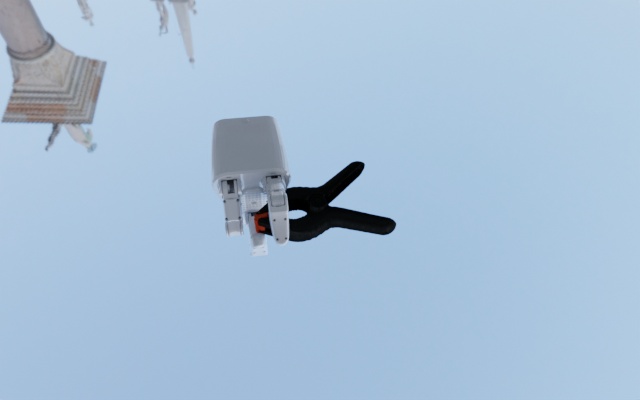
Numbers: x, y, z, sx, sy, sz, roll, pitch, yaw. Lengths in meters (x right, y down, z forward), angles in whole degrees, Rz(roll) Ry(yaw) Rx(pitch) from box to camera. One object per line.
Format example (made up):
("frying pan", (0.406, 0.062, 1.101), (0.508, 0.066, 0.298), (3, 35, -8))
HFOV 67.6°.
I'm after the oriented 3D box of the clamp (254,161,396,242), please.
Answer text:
("clamp", (0.000, 0.003, 0.608), (0.171, 0.039, 0.120), (-5, 44, -8))
